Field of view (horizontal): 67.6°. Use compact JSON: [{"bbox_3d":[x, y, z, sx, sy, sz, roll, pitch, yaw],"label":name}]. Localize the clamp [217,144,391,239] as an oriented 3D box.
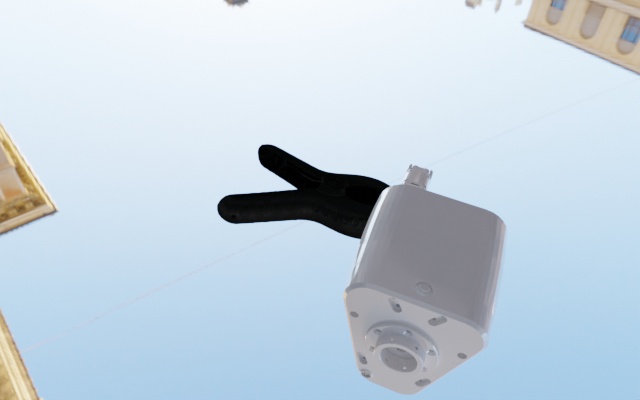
[{"bbox_3d":[0.000,0.002,0.414,0.171,0.039,0.120,16,39,14],"label":"clamp"}]
